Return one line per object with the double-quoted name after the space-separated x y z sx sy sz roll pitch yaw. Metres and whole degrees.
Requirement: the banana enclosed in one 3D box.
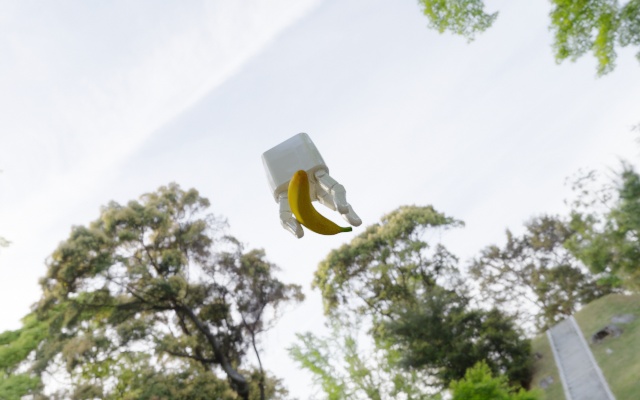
-0.014 0.014 0.817 0.069 0.037 0.198 -31 -40 9 "banana"
